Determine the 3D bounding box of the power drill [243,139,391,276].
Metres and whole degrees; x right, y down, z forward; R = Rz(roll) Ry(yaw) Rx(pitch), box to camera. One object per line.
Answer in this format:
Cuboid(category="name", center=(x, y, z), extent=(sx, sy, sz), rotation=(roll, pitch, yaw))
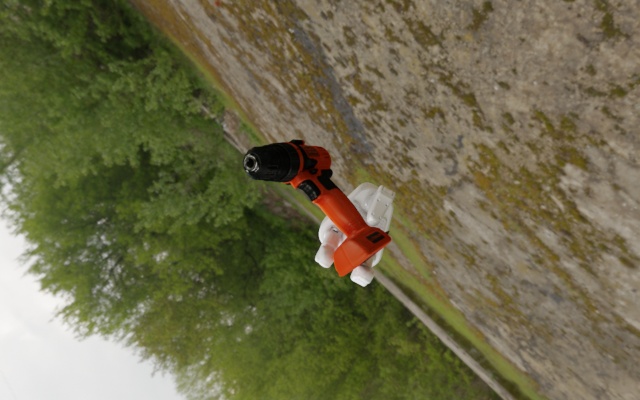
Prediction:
Cuboid(category="power drill", center=(0.000, 0.002, 0.610), extent=(0.057, 0.187, 0.184), rotation=(-41, -13, 25))
